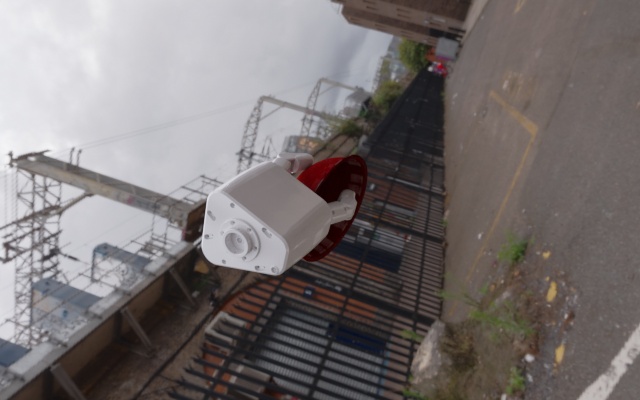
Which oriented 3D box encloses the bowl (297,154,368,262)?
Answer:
[{"bbox_3d":[0.000,0.002,0.666,0.055,0.162,0.162,27,13,26],"label":"bowl"}]
